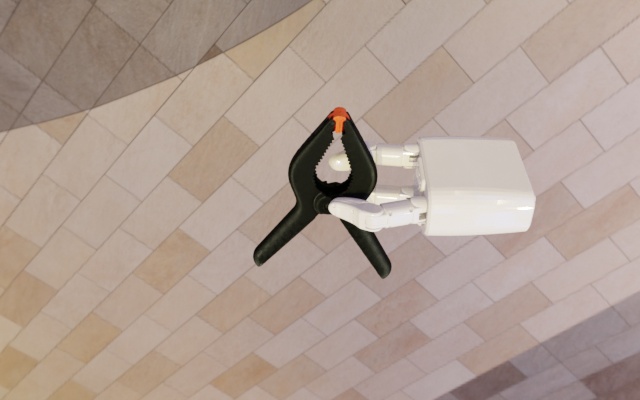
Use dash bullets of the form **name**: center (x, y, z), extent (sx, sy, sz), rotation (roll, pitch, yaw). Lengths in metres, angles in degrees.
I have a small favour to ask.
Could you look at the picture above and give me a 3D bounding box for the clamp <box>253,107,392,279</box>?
- **clamp**: center (0.000, 0.002, 0.525), extent (0.164, 0.210, 0.036), rotation (-1, 31, 2)
